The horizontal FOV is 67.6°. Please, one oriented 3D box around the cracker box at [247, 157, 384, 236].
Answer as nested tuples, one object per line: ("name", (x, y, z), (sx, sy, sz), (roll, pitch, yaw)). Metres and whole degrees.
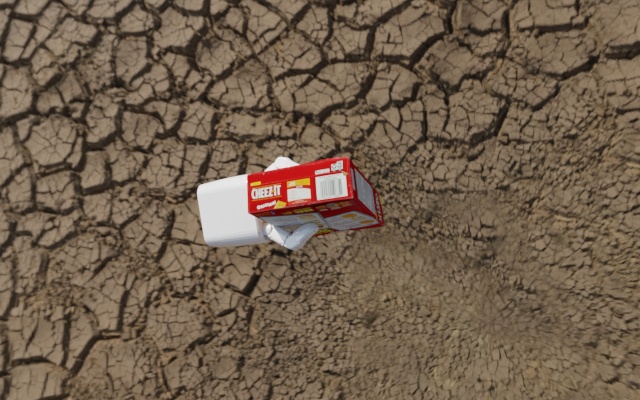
("cracker box", (0.000, 0.003, 0.783), (0.164, 0.072, 0.214), (-9, -16, 17))
